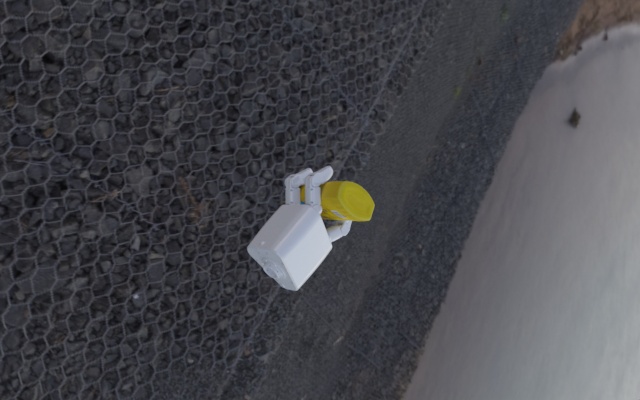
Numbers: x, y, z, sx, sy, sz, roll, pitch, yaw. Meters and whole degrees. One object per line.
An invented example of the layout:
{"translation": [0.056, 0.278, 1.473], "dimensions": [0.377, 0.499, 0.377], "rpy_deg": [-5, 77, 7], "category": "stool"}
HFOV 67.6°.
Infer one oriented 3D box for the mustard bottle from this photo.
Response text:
{"translation": [0.000, 0.003, 0.884], "dimensions": [0.191, 0.058, 0.096], "rpy_deg": [-1, -25, 47], "category": "mustard bottle"}
